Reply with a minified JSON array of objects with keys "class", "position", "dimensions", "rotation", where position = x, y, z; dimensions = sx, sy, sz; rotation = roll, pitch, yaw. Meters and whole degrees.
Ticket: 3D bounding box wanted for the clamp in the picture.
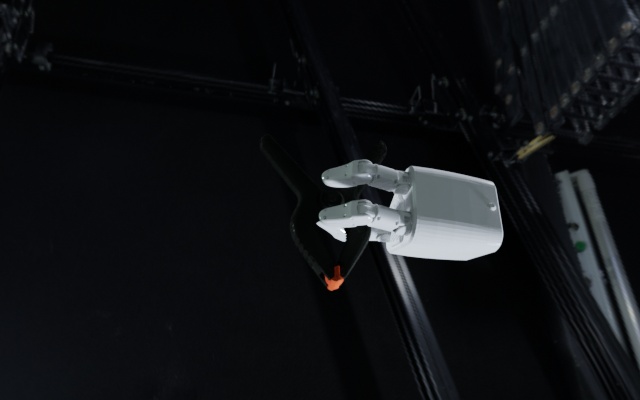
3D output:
[{"class":"clamp","position":[0.000,0.003,0.571],"dimensions":[0.164,0.209,0.036],"rotation":[7,-33,-5]}]
